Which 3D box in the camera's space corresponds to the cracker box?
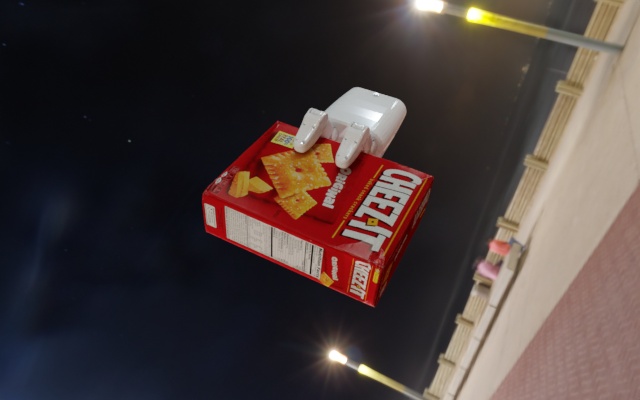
[{"bbox_3d":[0.000,0.002,0.548,0.213,0.072,0.164,21,45,18],"label":"cracker box"}]
